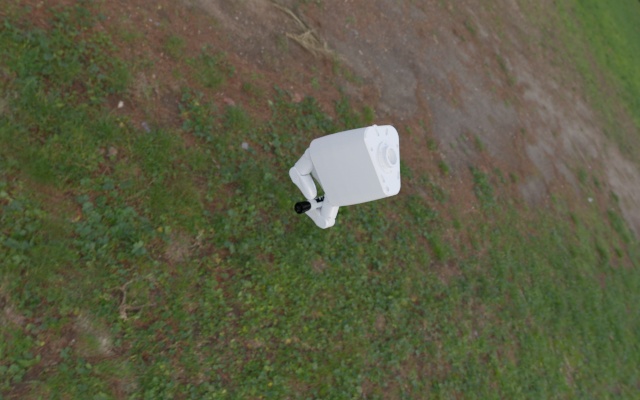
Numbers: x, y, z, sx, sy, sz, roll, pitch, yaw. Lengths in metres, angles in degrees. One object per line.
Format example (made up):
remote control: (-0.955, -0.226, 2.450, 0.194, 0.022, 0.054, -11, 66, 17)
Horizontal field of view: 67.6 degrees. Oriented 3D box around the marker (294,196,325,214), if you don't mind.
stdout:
marker: (0.000, 0.003, 0.786, 0.020, 0.020, 0.121, 0, 10, 39)
